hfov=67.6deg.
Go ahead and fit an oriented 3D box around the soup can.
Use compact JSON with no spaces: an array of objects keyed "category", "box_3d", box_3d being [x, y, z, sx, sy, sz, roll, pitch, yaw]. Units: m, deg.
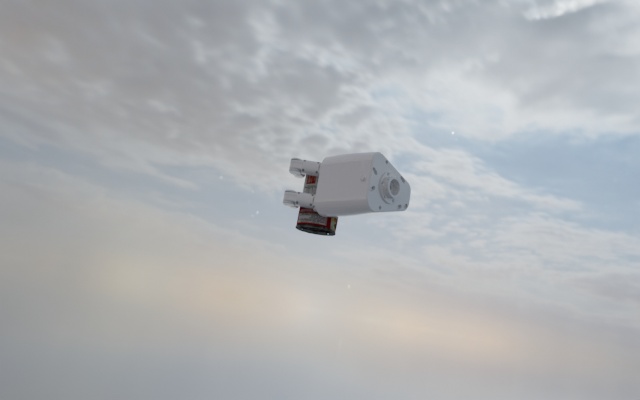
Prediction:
[{"category":"soup can","box_3d":[0.000,0.002,0.805,0.068,0.102,0.068,10,-13,2]}]
